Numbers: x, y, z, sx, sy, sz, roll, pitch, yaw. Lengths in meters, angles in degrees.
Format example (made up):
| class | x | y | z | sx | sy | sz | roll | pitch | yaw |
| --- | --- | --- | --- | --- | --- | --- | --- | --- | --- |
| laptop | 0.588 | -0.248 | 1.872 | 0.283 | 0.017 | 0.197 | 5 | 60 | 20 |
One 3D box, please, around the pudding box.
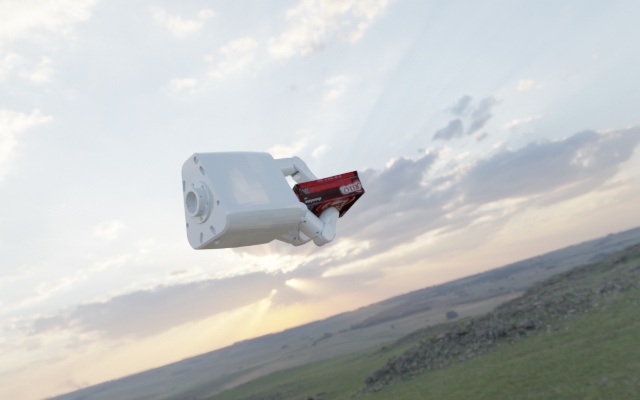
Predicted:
| class | x | y | z | sx | sy | sz | roll | pitch | yaw |
| --- | --- | --- | --- | --- | --- | --- | --- | --- | --- |
| pudding box | 0.000 | 0.002 | 0.659 | 0.090 | 0.039 | 0.113 | -13 | -13 | -18 |
